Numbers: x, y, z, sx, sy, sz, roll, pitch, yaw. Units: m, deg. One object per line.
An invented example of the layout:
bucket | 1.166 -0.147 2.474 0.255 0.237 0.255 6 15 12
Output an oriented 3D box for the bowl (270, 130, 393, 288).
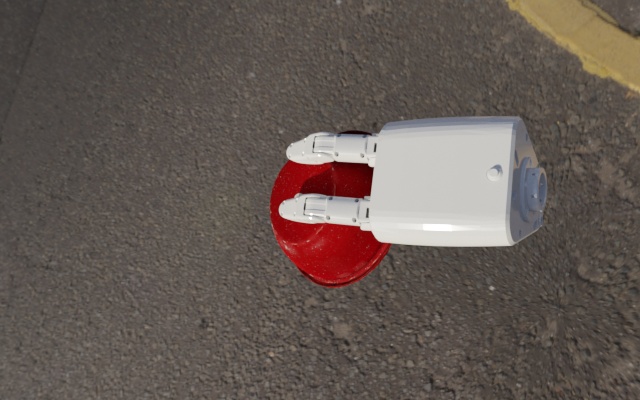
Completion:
bowl | -0.001 0.002 0.467 0.055 0.162 0.162 16 -11 -43
